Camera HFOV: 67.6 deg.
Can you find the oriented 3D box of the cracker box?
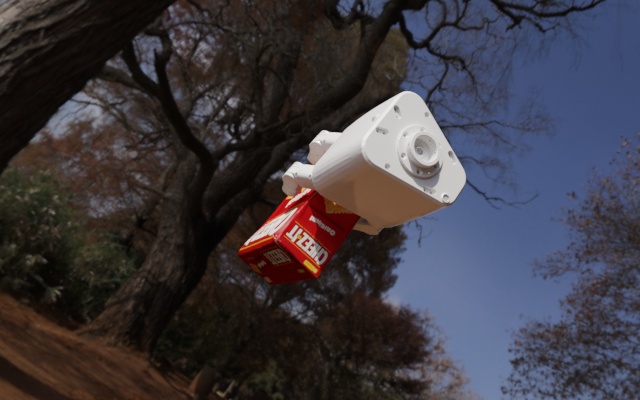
[{"bbox_3d":[0.000,0.002,0.614,0.072,0.213,0.164,43,-25,-9],"label":"cracker box"}]
